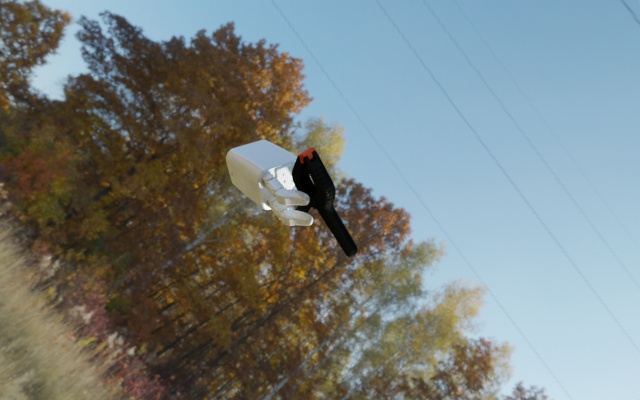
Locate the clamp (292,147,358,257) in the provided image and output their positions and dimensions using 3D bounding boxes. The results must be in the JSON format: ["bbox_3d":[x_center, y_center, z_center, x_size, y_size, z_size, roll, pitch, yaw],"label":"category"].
[{"bbox_3d":[0.000,0.002,0.848,0.164,0.210,0.036,32,56,32],"label":"clamp"}]
